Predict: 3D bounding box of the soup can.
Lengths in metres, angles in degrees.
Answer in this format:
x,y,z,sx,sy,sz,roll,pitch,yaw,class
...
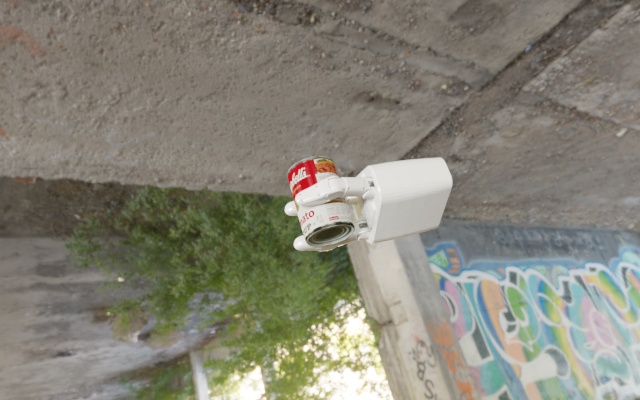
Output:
x,y,z,sx,sy,sz,roll,pitch,yaw,class
0.000,0.002,0.633,0.068,0.102,0.068,-13,-25,-6,soup can
